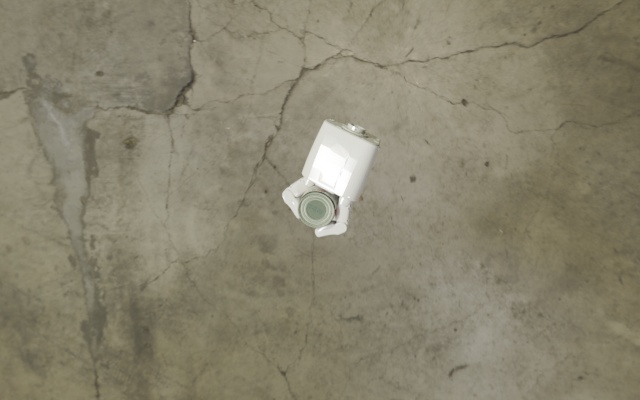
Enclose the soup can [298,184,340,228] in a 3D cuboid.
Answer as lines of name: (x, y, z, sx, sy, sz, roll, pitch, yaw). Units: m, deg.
soup can: (0.000, 0.003, 0.865, 0.068, 0.068, 0.102, 0, 16, 9)
